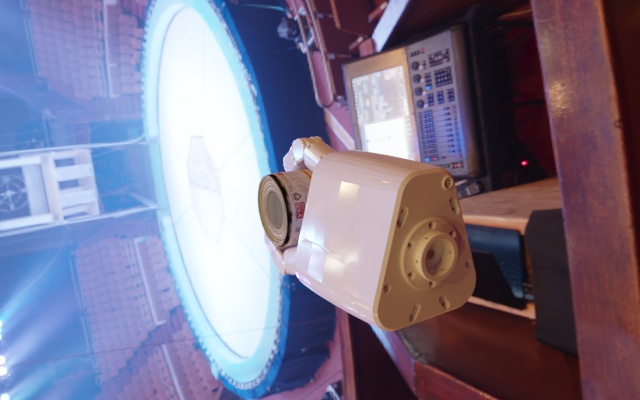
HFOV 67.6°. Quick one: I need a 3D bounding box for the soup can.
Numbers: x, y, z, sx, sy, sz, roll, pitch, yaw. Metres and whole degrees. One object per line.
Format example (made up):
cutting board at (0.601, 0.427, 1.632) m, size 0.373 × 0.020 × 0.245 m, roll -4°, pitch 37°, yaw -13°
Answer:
soup can at (0.000, 0.001, 0.450) m, size 0.102 × 0.068 × 0.068 m, roll -11°, pitch 5°, yaw -28°
